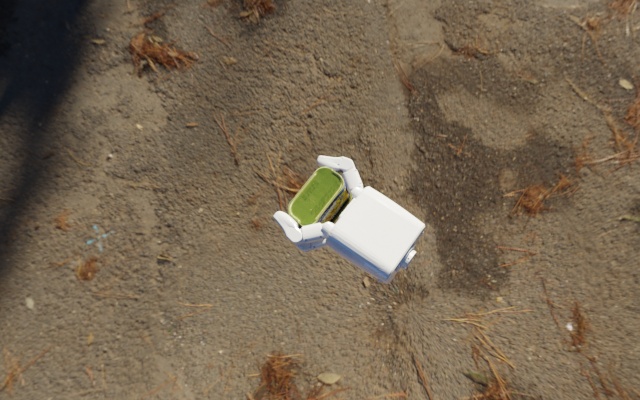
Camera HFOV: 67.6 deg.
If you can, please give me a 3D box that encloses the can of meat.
[{"bbox_3d":[0.000,0.002,0.753,0.057,0.102,0.084,37,-4,16],"label":"can of meat"}]
